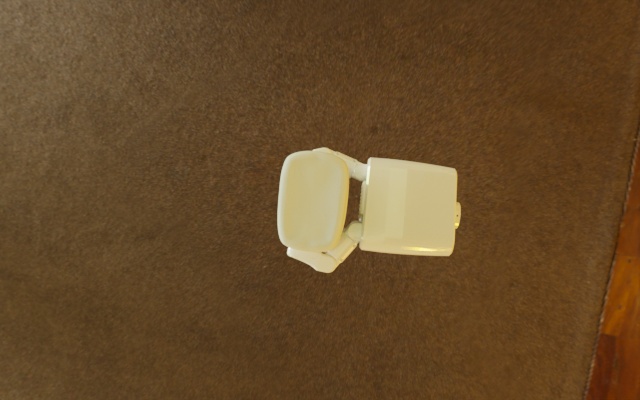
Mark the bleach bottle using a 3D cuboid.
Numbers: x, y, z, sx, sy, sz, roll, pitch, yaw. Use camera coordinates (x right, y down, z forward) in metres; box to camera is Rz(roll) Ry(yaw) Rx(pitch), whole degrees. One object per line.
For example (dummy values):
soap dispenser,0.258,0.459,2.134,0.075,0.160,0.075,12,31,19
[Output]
bleach bottle,0.000,0.002,0.584,0.068,0.102,0.251,6,1,4
